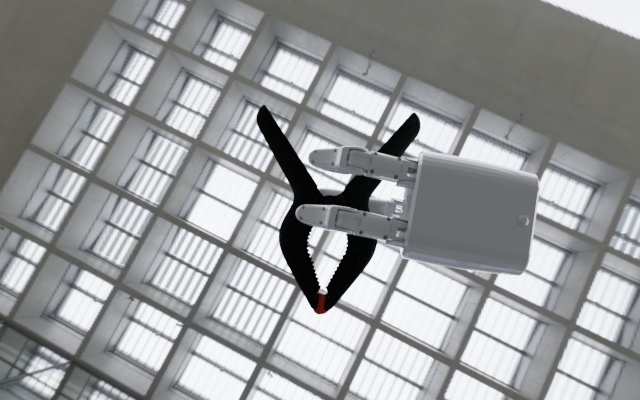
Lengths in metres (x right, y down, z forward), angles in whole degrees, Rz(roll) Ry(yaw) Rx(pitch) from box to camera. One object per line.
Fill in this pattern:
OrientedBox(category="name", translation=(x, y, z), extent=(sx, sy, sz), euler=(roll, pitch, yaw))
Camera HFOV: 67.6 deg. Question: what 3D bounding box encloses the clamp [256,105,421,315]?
OrientedBox(category="clamp", translation=(0.000, 0.002, 0.468), extent=(0.164, 0.210, 0.036), euler=(11, -9, 8))
